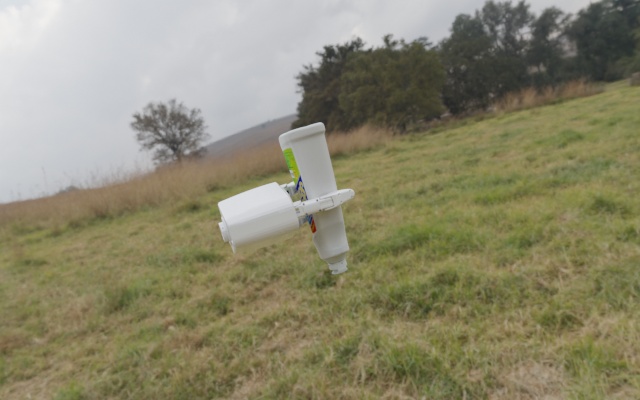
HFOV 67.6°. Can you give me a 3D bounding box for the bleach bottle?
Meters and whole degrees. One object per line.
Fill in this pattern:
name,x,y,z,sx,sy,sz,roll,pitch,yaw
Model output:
bleach bottle,0.000,0.003,0.799,0.068,0.251,0.102,-18,7,-15
